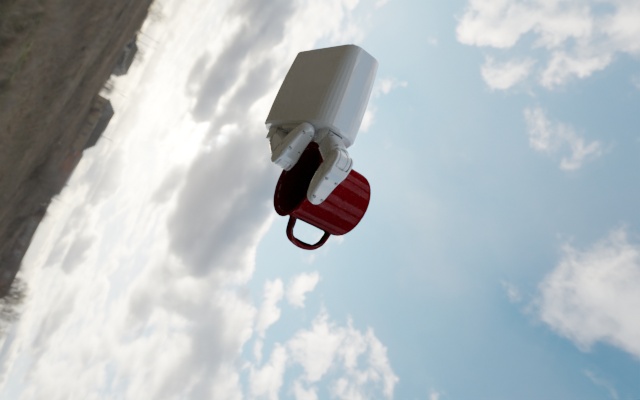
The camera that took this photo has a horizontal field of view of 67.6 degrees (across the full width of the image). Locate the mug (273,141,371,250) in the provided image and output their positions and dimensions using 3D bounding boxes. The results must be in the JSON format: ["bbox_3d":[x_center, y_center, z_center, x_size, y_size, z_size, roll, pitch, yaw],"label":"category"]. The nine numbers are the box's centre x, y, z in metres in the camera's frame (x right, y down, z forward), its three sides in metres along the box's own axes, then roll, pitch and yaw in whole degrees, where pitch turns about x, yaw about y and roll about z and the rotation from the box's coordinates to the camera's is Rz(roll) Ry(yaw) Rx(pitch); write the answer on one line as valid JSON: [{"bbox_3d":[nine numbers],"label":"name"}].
[{"bbox_3d":[0.000,0.003,0.554,0.081,0.117,0.093,28,-14,-29],"label":"mug"}]
